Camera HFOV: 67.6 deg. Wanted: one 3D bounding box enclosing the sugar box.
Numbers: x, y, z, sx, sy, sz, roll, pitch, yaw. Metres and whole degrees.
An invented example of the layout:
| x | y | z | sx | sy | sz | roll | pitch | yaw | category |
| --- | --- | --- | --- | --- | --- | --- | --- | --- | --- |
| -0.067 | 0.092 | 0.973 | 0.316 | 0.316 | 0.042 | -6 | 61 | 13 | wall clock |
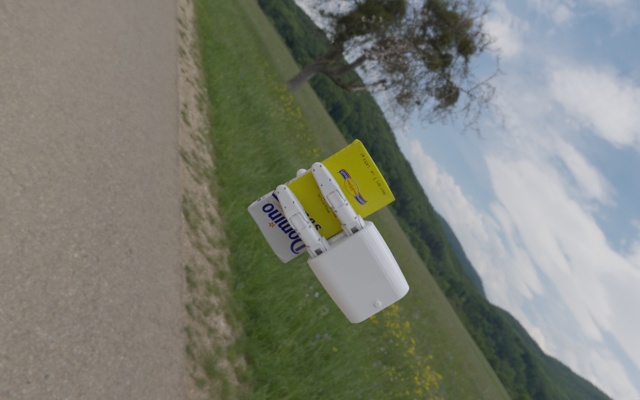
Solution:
| x | y | z | sx | sy | sz | roll | pitch | yaw | category |
| --- | --- | --- | --- | --- | --- | --- | --- | --- | --- |
| 0.000 | 0.002 | 0.644 | 0.176 | 0.093 | 0.048 | -32 | 8 | 6 | sugar box |
